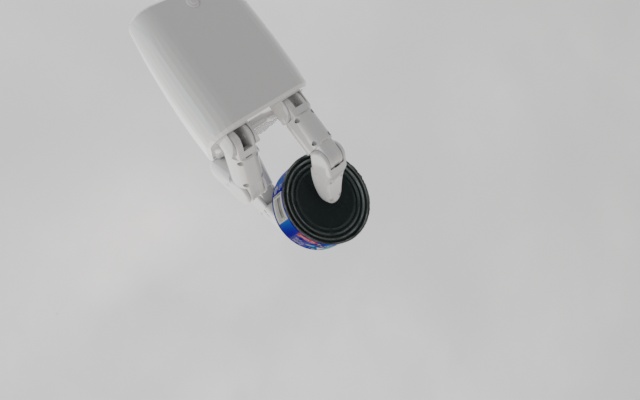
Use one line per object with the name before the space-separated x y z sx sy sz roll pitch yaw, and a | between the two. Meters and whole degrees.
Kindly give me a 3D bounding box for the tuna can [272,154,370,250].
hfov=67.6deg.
tuna can | 0.000 0.002 0.436 0.086 0.086 0.034 0 -16 -26
